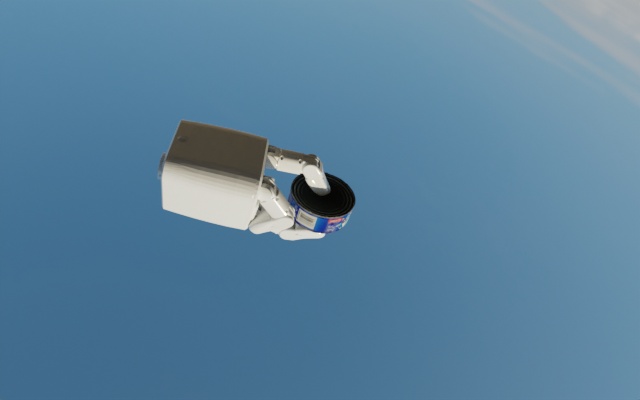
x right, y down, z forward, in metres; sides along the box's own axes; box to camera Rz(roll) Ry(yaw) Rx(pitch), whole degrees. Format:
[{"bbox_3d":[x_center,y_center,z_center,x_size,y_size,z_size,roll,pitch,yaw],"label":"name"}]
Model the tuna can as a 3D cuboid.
[{"bbox_3d":[0.000,0.002,0.623,0.086,0.034,0.086,11,42,-10],"label":"tuna can"}]
